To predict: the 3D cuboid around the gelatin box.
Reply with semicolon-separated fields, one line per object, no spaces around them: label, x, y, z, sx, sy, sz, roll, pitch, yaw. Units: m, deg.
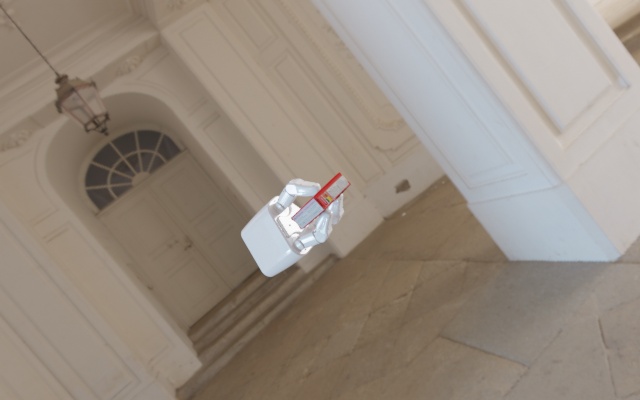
gelatin box;0.000;0.002;0.765;0.073;0.030;0.089;-43;0;-37
